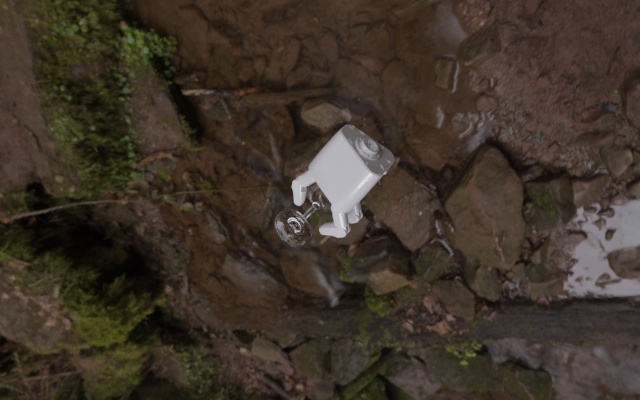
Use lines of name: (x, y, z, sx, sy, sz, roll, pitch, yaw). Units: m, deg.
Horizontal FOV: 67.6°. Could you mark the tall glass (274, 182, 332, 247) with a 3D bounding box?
tall glass: (0.000, 0.003, 0.885, 0.079, 0.079, 0.201, 0, 26, 32)
